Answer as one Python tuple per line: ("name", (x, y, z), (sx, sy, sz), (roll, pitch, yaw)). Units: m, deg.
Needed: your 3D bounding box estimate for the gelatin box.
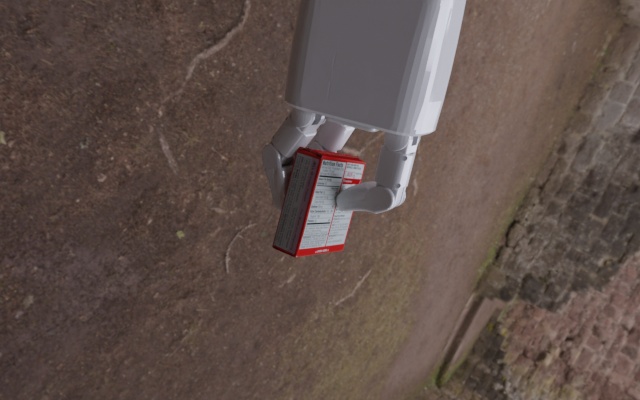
("gelatin box", (0.000, 0.002, 0.415), (0.030, 0.089, 0.073), (20, 11, 33))
